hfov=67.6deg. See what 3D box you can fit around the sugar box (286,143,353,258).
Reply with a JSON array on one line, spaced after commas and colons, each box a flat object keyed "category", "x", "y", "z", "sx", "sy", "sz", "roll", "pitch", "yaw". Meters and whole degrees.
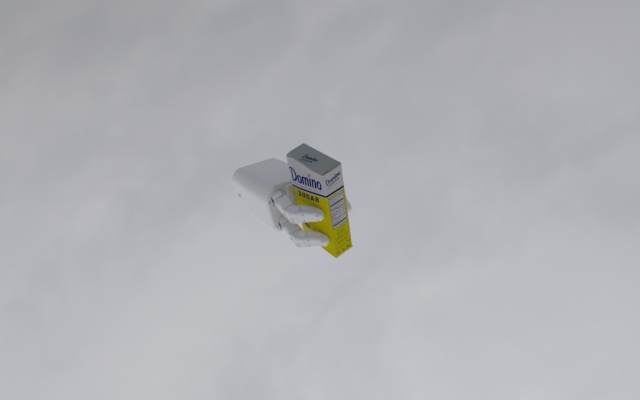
[{"category": "sugar box", "x": 0.000, "y": 0.003, "z": 0.775, "sx": 0.048, "sy": 0.176, "sz": 0.093, "roll": -35, "pitch": 44, "yaw": -24}]
